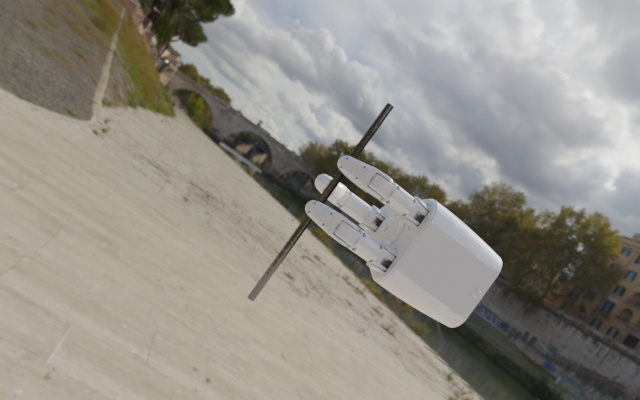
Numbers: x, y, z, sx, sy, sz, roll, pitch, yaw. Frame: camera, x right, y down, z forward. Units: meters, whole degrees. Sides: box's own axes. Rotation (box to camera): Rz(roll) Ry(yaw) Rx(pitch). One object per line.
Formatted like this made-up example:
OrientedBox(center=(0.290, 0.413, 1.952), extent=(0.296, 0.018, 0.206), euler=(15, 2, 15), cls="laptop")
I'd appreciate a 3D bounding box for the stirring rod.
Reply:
OrientedBox(center=(0.000, 0.002, 0.481), extent=(0.011, 0.239, 0.011), euler=(36, 0, 0), cls="stirring rod")
